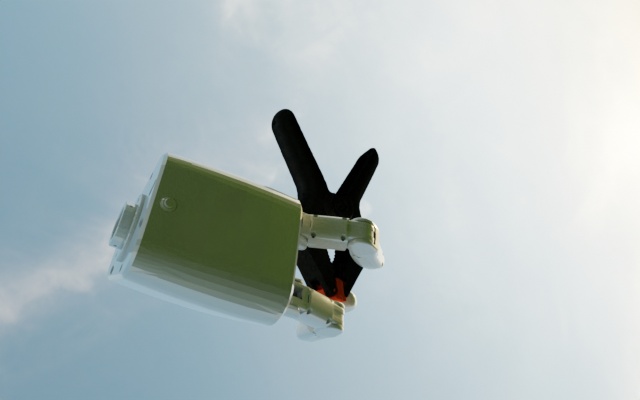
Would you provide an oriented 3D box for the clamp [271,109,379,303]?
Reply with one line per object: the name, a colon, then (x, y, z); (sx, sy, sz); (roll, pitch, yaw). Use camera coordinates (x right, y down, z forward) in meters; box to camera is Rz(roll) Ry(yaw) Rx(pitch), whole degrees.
clamp: (0.000, 0.002, 0.415); (0.120, 0.171, 0.039); (23, -36, -24)
